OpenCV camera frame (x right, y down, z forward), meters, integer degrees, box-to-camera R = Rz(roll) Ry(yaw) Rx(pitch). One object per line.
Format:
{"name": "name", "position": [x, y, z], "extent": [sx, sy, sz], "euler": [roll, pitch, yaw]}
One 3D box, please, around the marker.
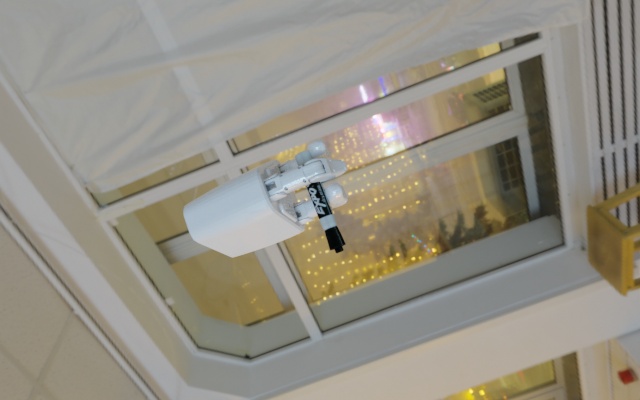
{"name": "marker", "position": [0.000, 0.002, 0.539], "extent": [0.020, 0.121, 0.020], "euler": [-20, -10, -4]}
